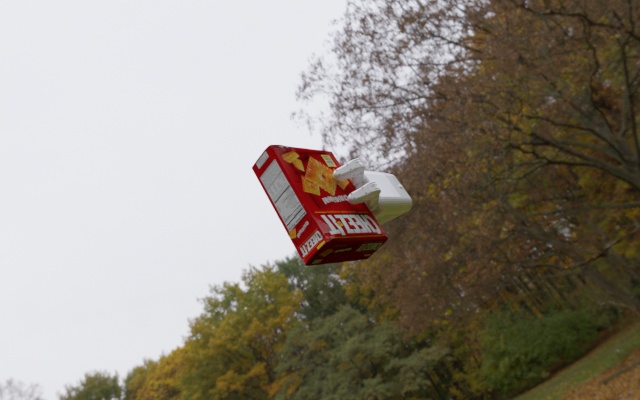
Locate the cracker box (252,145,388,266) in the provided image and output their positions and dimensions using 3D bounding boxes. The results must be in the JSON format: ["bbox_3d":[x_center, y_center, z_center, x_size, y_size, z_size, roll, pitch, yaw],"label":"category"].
[{"bbox_3d":[0.000,0.003,0.833,0.164,0.213,0.072,1,-42,-47],"label":"cracker box"}]
